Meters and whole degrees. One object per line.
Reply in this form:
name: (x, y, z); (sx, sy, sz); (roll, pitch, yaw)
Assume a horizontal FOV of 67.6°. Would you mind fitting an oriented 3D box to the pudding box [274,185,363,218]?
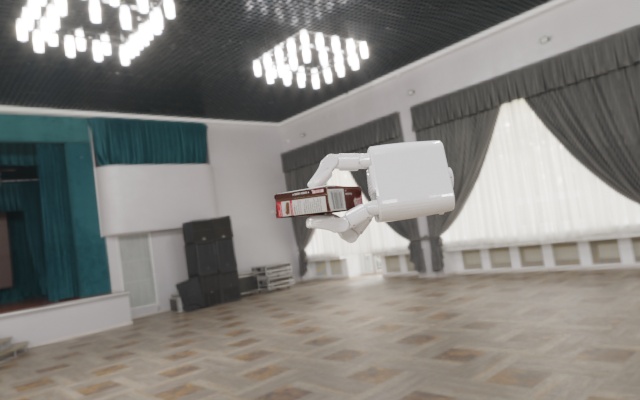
pudding box: (0.000, 0.002, 0.700); (0.090, 0.039, 0.113); (-9, -5, 29)
